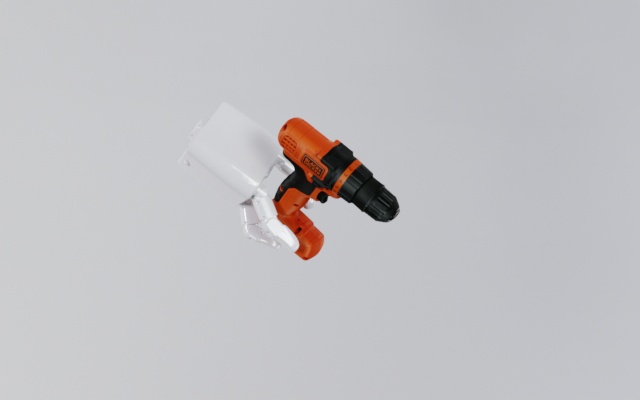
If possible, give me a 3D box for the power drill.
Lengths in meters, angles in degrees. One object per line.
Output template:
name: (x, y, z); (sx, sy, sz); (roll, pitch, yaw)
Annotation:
power drill: (0.000, 0.002, 0.653); (0.057, 0.184, 0.188); (-39, -14, -44)
